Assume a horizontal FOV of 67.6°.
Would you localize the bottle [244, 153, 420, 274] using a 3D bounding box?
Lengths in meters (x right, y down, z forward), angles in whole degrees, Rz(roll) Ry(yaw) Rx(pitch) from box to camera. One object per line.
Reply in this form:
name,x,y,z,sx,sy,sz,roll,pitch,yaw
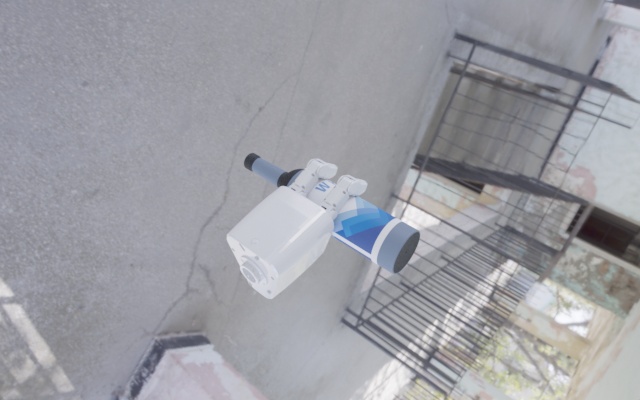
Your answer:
bottle,0.000,0.002,0.690,0.295,0.069,0.069,30,15,28
